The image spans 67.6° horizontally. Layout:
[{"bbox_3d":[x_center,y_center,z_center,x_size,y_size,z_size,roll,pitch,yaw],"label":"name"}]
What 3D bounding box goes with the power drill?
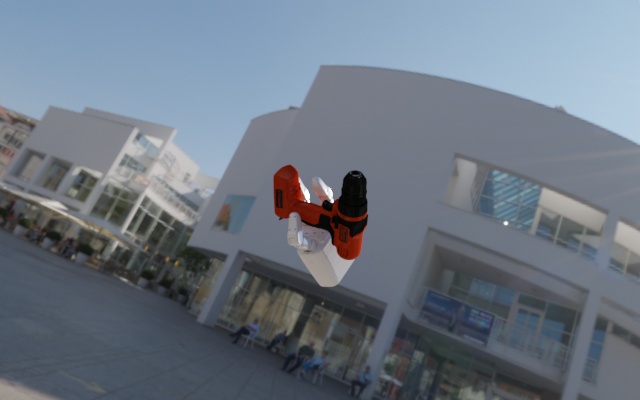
[{"bbox_3d":[0.000,0.003,0.861,0.187,0.185,0.057,26,41,29],"label":"power drill"}]
